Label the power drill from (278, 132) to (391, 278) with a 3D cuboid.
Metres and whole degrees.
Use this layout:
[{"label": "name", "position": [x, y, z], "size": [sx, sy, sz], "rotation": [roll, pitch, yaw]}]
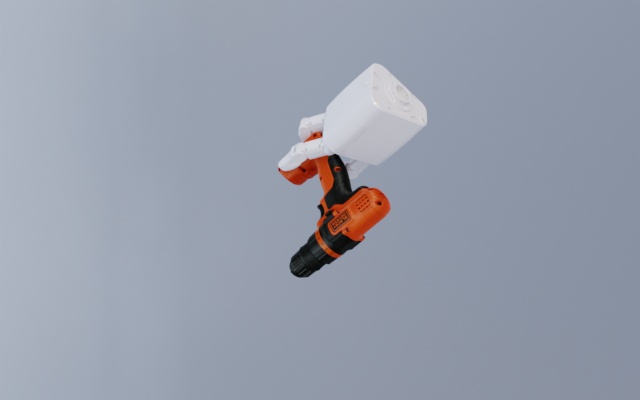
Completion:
[{"label": "power drill", "position": [0.000, 0.002, 0.728], "size": [0.184, 0.187, 0.057], "rotation": [-40, -36, 20]}]
